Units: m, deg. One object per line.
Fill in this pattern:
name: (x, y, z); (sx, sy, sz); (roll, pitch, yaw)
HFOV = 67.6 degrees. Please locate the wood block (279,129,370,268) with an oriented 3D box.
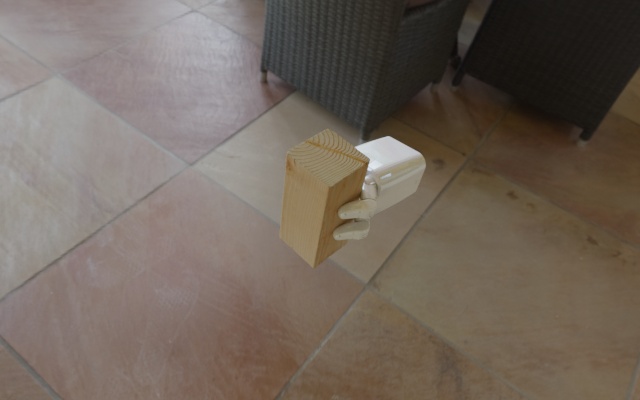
wood block: (0.000, 0.002, 0.763); (0.090, 0.206, 0.090); (-34, 62, -31)
